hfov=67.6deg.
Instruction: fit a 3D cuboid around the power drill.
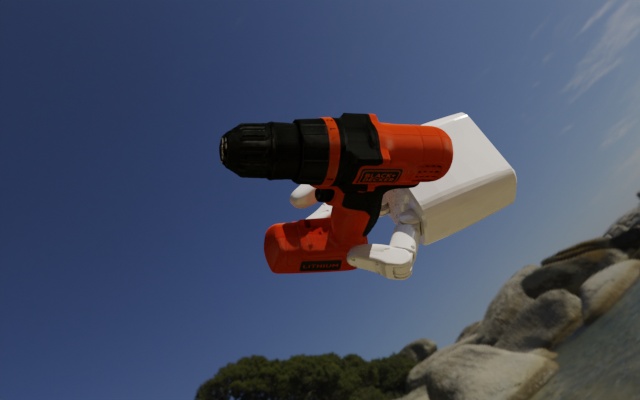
[{"bbox_3d":[0.000,0.002,0.421,0.184,0.057,0.188,1,-33,-16],"label":"power drill"}]
